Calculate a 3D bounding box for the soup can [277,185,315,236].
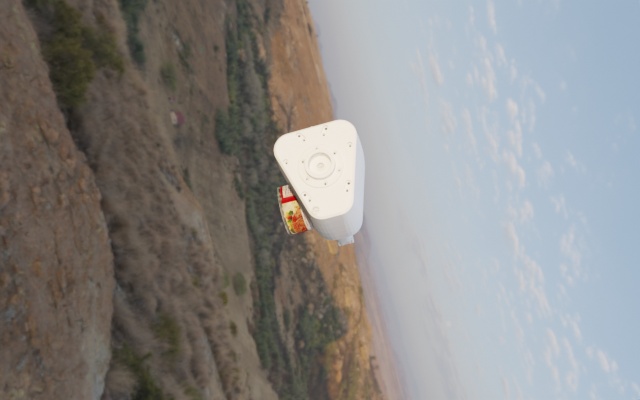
[{"bbox_3d":[0.000,0.002,0.643,0.102,0.068,0.068,-15,-1,4],"label":"soup can"}]
